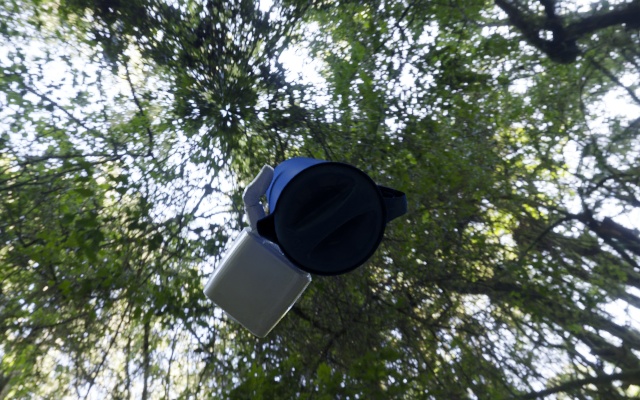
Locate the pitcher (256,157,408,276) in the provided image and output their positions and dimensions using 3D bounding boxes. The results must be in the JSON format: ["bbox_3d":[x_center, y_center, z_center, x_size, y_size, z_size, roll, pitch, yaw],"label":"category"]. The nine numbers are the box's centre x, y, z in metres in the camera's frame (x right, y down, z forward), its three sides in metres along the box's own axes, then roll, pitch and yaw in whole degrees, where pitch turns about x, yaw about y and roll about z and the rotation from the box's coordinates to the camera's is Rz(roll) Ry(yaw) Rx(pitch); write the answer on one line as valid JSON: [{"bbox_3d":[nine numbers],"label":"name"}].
[{"bbox_3d":[0.000,0.002,0.652,0.149,0.145,0.242,35,2,-15],"label":"pitcher"}]
